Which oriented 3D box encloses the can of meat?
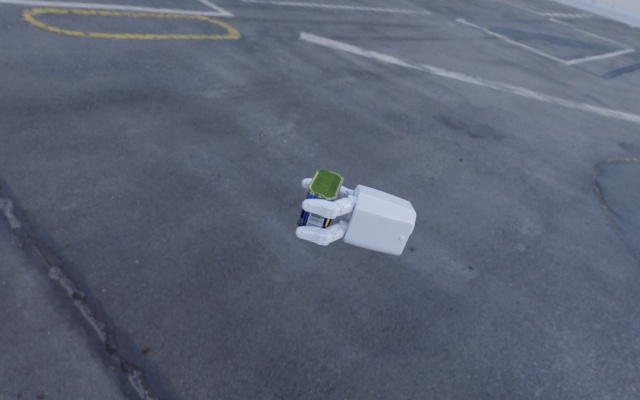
[{"bbox_3d":[0.000,0.002,0.847,0.057,0.084,0.102,19,31,3],"label":"can of meat"}]
